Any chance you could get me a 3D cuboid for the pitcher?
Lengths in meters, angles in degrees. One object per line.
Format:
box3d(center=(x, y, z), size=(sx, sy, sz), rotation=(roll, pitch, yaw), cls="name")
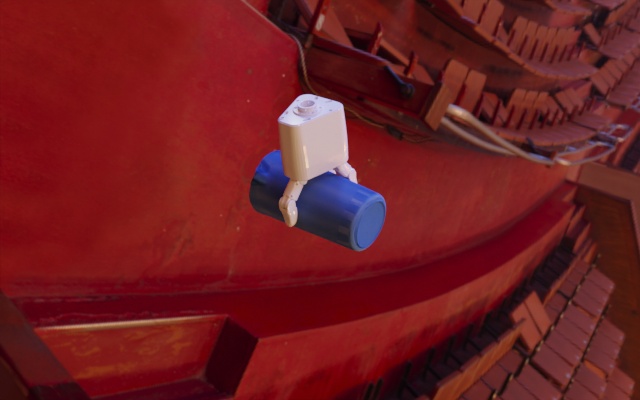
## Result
box3d(center=(0.000, 0.003, 0.894), size=(0.242, 0.145, 0.149), rotation=(23, 45, 33), cls="pitcher")
